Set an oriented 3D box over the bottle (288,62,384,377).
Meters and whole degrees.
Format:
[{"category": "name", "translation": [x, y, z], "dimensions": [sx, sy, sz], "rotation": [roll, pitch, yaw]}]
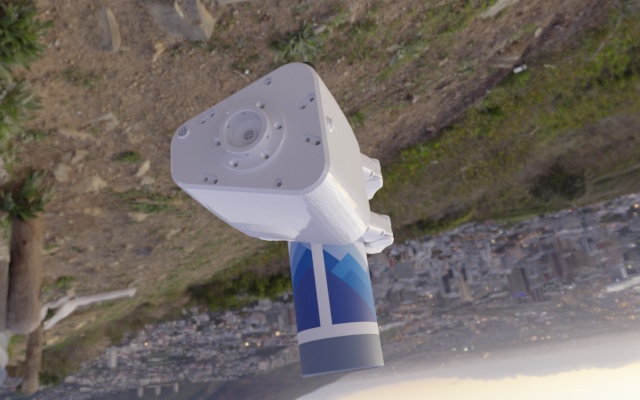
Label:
[{"category": "bottle", "translation": [0.000, 0.002, 0.436], "dimensions": [0.069, 0.295, 0.069], "rotation": [-7, -22, -3]}]
